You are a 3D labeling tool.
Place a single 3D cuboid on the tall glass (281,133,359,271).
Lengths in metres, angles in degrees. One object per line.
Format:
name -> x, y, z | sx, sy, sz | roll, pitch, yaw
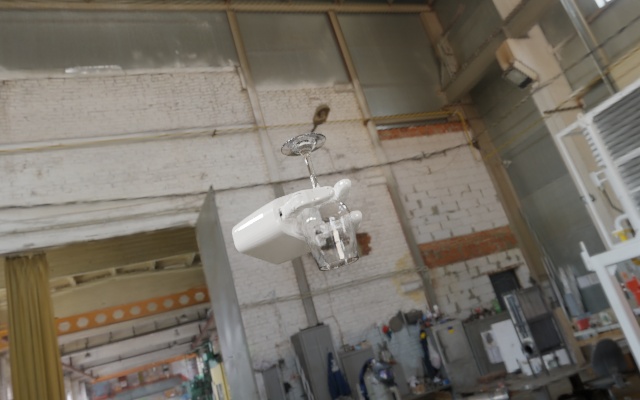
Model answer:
tall glass -> 0.000, 0.002, 0.727 | 0.079, 0.201, 0.079 | -15, -17, -5
